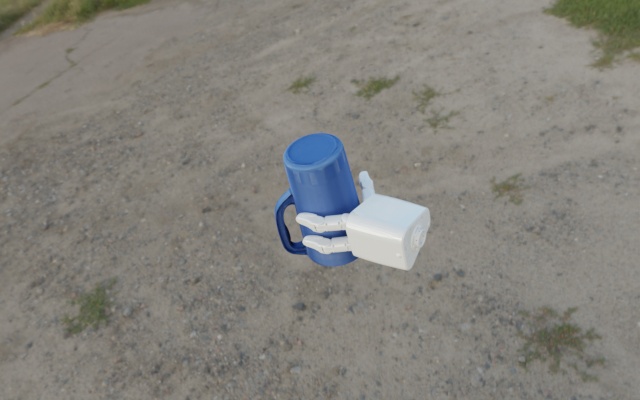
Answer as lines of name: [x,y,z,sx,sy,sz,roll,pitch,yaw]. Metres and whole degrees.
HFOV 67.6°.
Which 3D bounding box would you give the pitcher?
pitcher: [0.000,0.003,0.896,0.145,0.243,0.149,16,49,33]
